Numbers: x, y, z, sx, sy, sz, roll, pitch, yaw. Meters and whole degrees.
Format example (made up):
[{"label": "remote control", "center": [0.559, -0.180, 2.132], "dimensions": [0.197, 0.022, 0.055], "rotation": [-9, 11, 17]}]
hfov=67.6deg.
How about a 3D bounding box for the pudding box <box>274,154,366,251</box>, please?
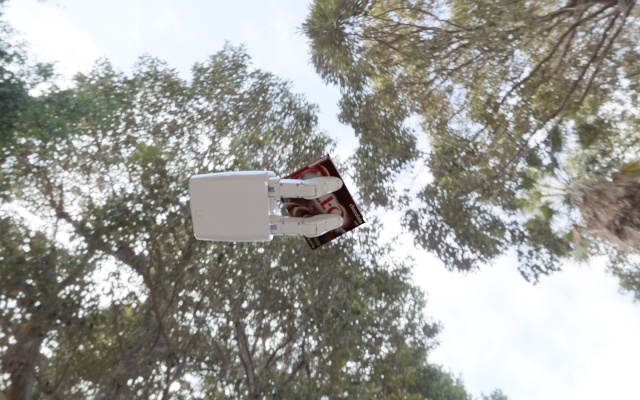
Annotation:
[{"label": "pudding box", "center": [0.000, 0.002, 0.689], "dimensions": [0.090, 0.113, 0.039], "rotation": [-28, 18, 9]}]
